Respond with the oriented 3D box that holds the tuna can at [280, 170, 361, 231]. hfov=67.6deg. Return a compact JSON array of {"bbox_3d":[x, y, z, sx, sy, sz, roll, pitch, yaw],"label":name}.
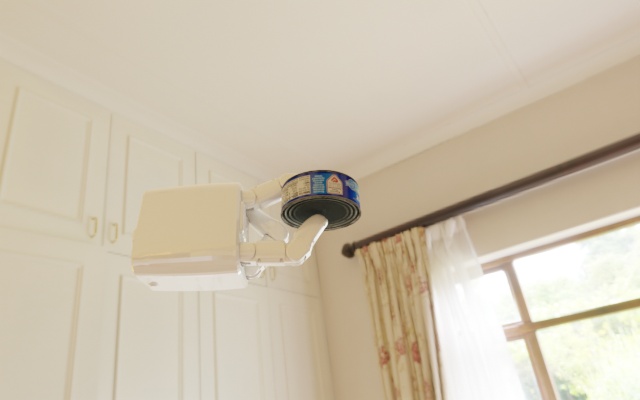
[{"bbox_3d":[0.000,0.001,0.513,0.086,0.033,0.086,-2,-26,-1],"label":"tuna can"}]
